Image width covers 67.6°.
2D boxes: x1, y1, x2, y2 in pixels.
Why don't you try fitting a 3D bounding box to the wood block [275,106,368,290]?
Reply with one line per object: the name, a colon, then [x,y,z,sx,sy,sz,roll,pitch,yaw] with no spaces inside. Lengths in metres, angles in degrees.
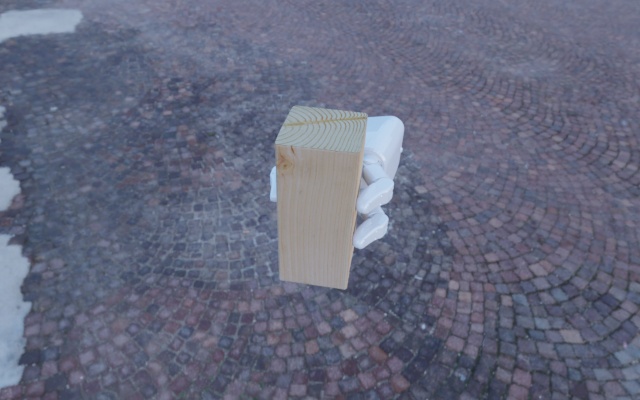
wood block: [0.000,0.002,0.580,0.091,0.206,0.090,7,39,7]
